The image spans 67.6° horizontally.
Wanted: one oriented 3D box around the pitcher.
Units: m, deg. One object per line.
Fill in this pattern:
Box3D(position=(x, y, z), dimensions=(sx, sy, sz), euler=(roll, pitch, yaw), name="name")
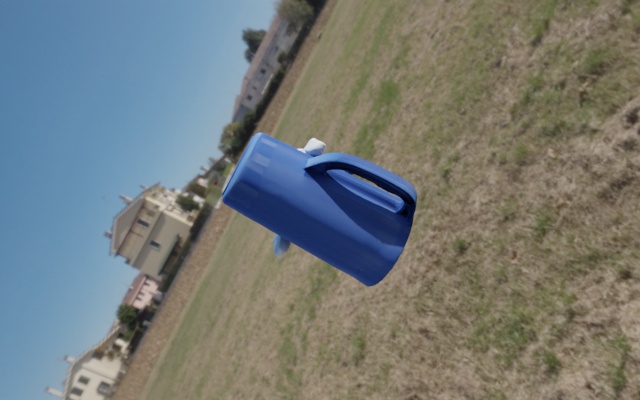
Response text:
Box3D(position=(0.000, 0.002, 0.649), dimensions=(0.243, 0.149, 0.145), euler=(28, -1, -11), name="pitcher")
